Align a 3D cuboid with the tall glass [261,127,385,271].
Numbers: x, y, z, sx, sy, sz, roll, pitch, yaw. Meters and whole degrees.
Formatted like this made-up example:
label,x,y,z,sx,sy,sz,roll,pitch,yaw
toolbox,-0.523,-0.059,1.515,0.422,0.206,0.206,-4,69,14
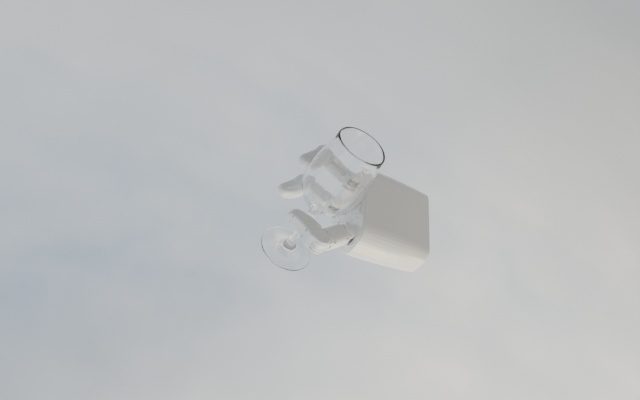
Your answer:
label,x,y,z,sx,sy,sz,roll,pitch,yaw
tall glass,0.000,0.002,0.596,0.079,0.079,0.201,0,-40,-38
